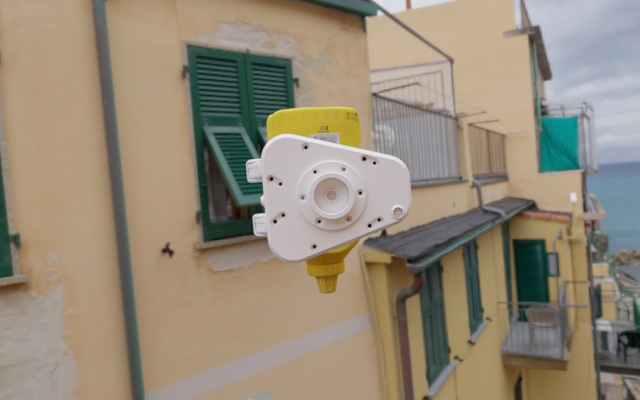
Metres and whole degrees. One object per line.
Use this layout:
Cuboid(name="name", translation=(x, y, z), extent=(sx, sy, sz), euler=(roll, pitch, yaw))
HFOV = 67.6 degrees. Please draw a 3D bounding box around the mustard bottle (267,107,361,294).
Cuboid(name="mustard bottle", translation=(0.000, 0.001, 0.502), extent=(0.096, 0.191, 0.058), euler=(-6, 3, -23))
